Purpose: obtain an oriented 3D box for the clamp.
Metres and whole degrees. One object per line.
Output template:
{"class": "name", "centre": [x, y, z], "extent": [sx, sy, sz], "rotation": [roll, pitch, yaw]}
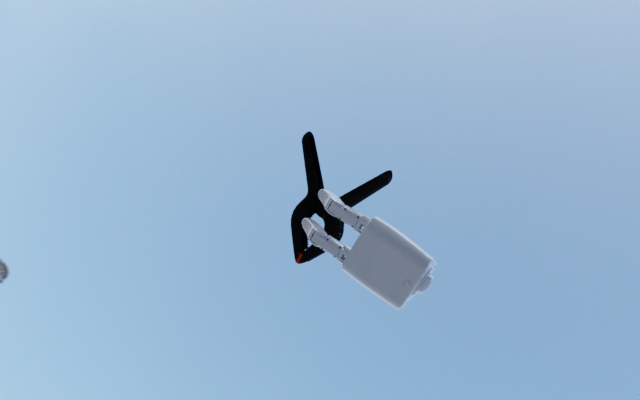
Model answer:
{"class": "clamp", "centre": [0.000, 0.003, 0.772], "extent": [0.164, 0.210, 0.036], "rotation": [36, 17, 23]}
